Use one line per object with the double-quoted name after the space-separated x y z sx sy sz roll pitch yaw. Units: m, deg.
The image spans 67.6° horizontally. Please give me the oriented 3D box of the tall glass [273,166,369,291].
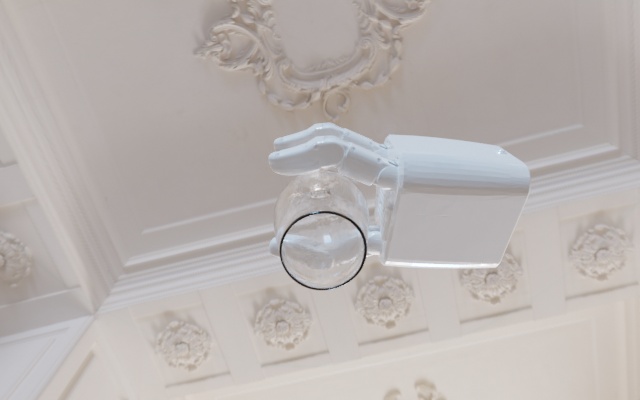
0.000 0.001 0.425 0.079 0.079 0.201 0 21 -1 "tall glass"
